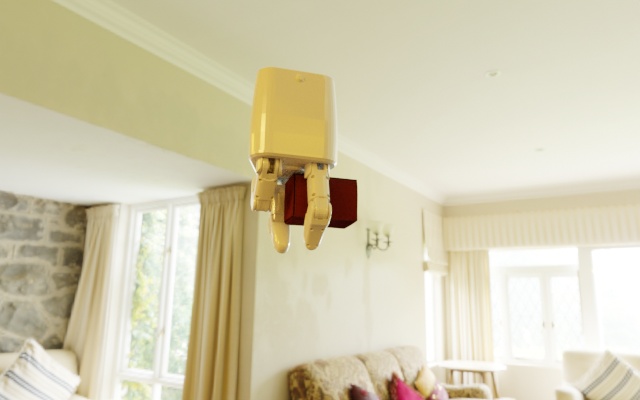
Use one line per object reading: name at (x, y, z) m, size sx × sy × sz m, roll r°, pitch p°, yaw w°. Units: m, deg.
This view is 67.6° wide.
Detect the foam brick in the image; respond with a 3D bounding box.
foam brick at (0.000, 0.002, 0.562) m, size 0.078 × 0.051 × 0.053 m, roll 5°, pitch -14°, yaw -16°
